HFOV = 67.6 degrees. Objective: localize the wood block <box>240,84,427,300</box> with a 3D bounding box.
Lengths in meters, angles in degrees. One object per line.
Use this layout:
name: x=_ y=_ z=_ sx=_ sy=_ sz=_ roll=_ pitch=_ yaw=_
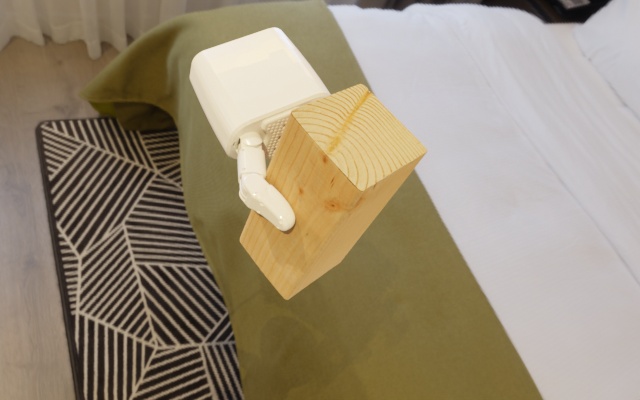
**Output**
wood block: x=0.000 y=0.001 z=0.468 sx=0.091 sy=0.090 sz=0.206 roll=-29 pitch=-19 yaw=-36
